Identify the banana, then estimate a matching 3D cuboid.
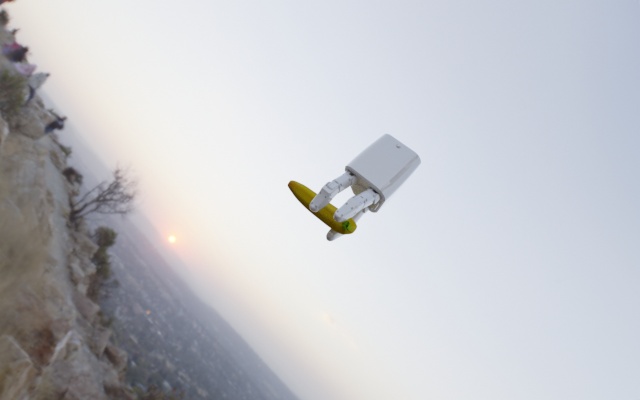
[{"bbox_3d":[0.009,0.016,0.877,0.037,0.070,0.197,-42,41,-13],"label":"banana"}]
